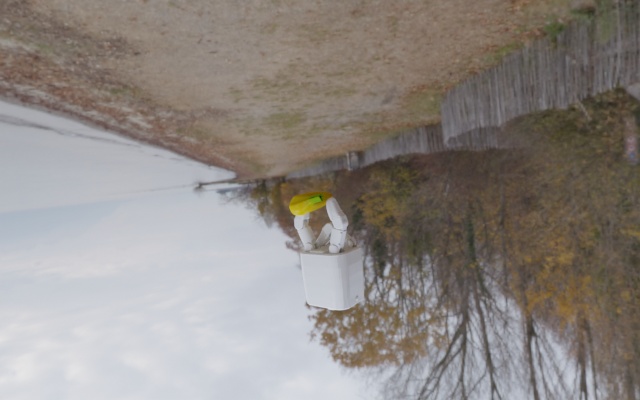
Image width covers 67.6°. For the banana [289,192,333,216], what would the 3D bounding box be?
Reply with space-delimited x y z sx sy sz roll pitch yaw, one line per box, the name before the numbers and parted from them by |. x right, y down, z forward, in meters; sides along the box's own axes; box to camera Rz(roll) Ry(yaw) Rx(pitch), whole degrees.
banana | -0.019 0.005 0.875 0.069 0.037 0.198 -6 3 6
